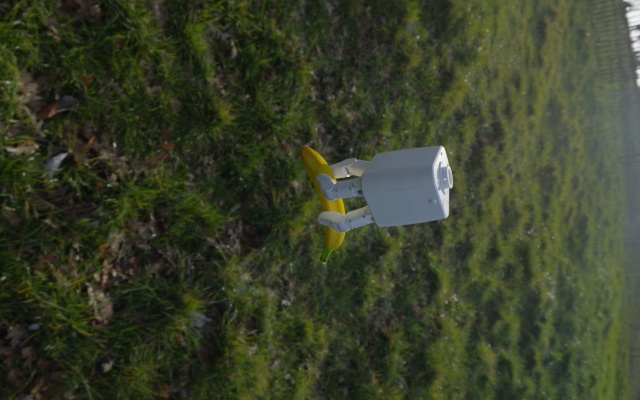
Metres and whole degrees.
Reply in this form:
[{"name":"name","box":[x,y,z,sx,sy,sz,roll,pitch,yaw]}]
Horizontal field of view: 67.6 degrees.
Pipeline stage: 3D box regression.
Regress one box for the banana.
[{"name":"banana","box":[0.009,0.000,0.792,0.037,0.198,0.069,-4,17,30]}]
